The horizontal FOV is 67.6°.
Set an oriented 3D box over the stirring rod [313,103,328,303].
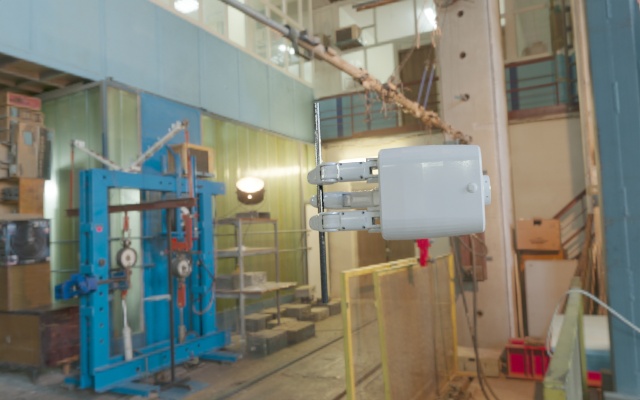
[{"bbox_3d":[0.000,0.002,0.575,0.011,0.239,0.011,-2,-3,0],"label":"stirring rod"}]
